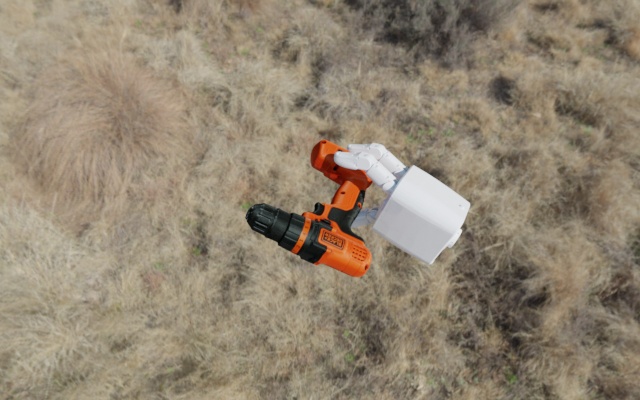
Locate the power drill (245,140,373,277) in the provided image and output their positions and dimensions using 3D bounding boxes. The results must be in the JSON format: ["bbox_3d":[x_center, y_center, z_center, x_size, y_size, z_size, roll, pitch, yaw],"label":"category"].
[{"bbox_3d":[0.000,0.002,0.695,0.184,0.187,0.057,27,-36,-12],"label":"power drill"}]
